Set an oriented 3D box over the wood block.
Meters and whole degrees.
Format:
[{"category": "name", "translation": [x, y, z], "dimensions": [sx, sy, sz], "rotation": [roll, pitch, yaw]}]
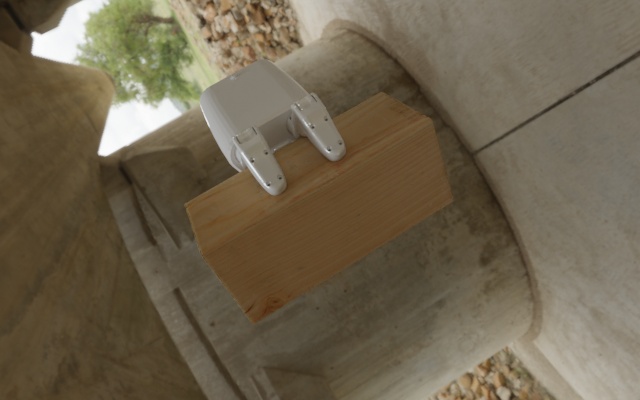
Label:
[{"category": "wood block", "translation": [0.000, 0.001, 0.422], "dimensions": [0.206, 0.091, 0.090], "rotation": [-31, 36, -7]}]
